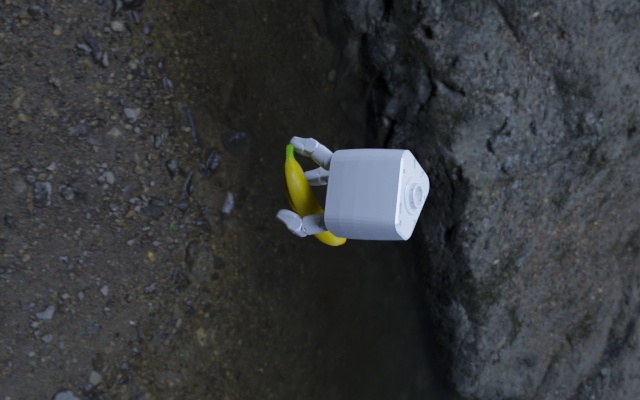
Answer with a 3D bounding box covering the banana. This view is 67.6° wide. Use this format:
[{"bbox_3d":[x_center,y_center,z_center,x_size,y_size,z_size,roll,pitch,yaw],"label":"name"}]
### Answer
[{"bbox_3d":[-0.009,0.012,0.716,0.037,0.198,0.069,-3,40,34],"label":"banana"}]
